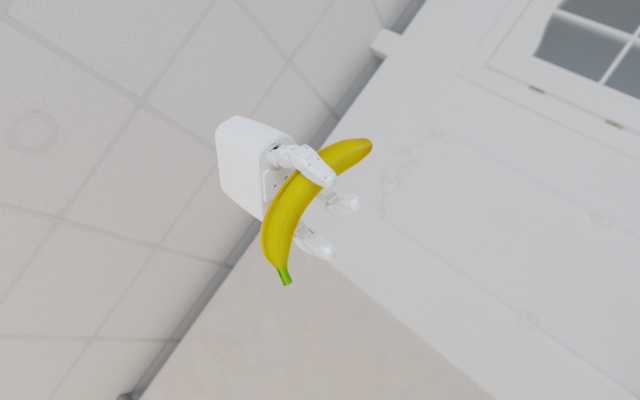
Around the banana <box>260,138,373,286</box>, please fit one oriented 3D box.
[{"bbox_3d":[-0.013,-0.005,0.542,0.070,0.198,0.037,39,-12,-35],"label":"banana"}]
